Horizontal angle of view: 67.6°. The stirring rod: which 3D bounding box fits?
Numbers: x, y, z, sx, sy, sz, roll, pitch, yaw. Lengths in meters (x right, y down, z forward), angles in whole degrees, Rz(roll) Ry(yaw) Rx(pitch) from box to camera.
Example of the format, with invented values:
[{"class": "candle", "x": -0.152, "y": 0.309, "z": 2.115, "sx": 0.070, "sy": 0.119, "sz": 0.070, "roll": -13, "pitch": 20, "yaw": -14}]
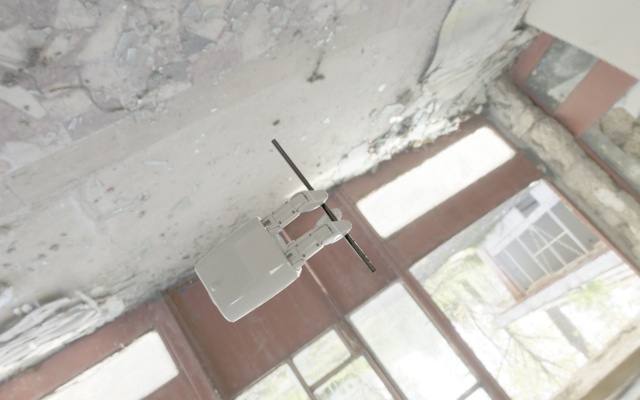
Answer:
[{"class": "stirring rod", "x": 0.000, "y": 0.002, "z": 0.661, "sx": 0.011, "sy": 0.239, "sz": 0.011, "roll": -33, "pitch": -20, "yaw": -13}]
